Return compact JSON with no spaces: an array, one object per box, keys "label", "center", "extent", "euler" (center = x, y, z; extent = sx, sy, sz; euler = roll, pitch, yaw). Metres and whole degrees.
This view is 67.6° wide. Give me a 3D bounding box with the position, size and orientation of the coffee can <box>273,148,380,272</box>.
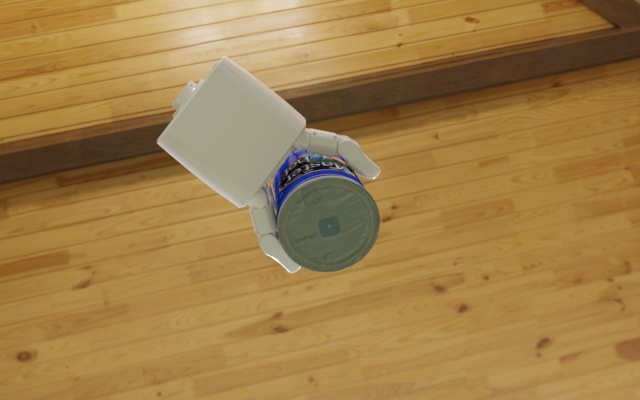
[{"label":"coffee can","center":[0.000,0.002,0.533],"extent":[0.103,0.103,0.140],"euler":[0,20,-8]}]
